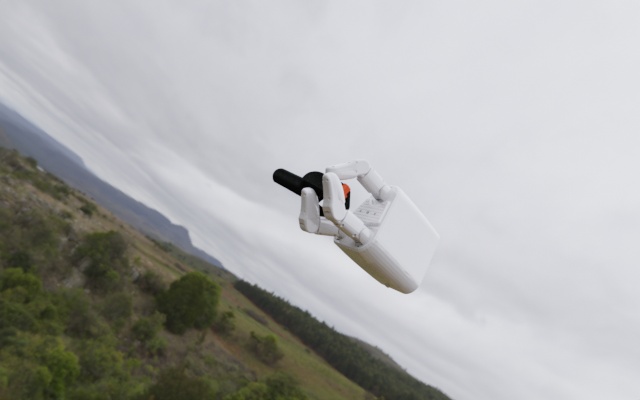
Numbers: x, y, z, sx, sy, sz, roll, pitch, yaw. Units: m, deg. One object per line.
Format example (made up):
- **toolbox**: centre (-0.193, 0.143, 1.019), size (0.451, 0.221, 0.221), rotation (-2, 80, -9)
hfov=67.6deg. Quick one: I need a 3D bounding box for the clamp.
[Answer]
- **clamp**: centre (0.001, 0.002, 0.691), size (0.120, 0.039, 0.171), rotation (46, -15, -23)
